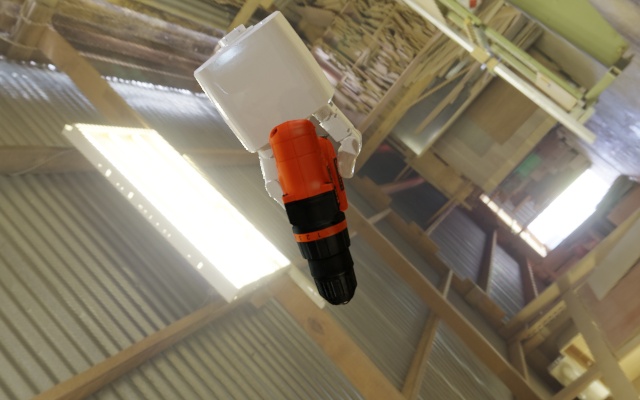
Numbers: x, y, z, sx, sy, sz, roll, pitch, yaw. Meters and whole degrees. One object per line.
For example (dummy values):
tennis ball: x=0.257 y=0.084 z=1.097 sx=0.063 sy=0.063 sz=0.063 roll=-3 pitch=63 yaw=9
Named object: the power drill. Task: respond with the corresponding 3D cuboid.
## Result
power drill: x=0.000 y=0.001 z=0.523 sx=0.057 sy=0.184 sz=0.187 roll=-14 pitch=9 yaw=4
